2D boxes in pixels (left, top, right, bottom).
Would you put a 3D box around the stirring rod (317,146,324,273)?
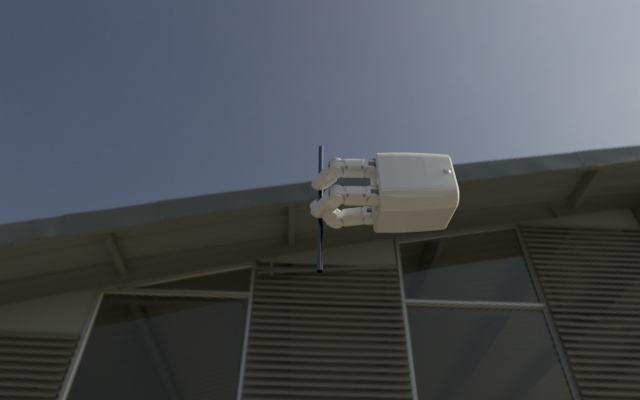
[{"bbox_3d":[0.000,0.002,0.689,0.011,0.239,0.011,0,-43,0],"label":"stirring rod"}]
